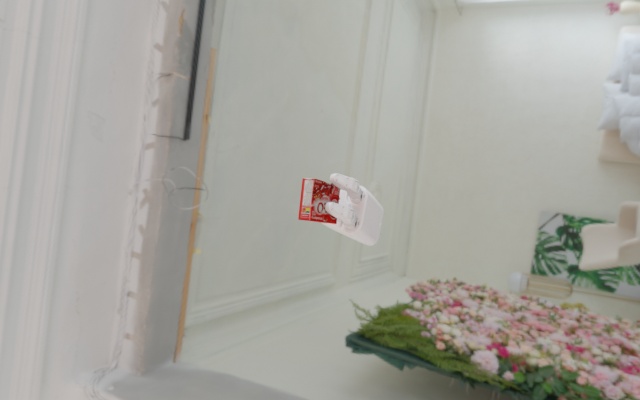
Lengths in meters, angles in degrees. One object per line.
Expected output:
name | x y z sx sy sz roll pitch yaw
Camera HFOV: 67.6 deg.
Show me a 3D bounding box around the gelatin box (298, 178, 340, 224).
gelatin box | 0.000 0.003 0.847 0.030 0.073 0.089 4 -4 34
